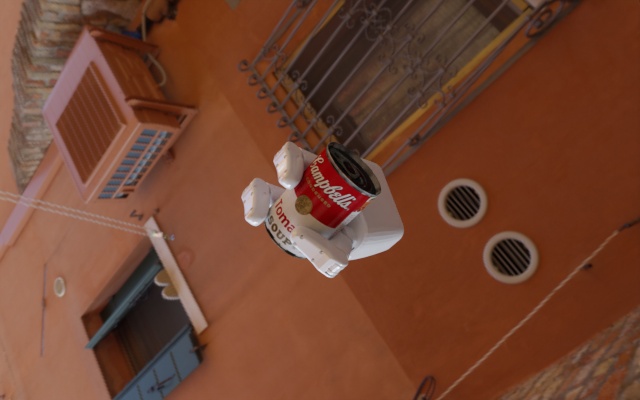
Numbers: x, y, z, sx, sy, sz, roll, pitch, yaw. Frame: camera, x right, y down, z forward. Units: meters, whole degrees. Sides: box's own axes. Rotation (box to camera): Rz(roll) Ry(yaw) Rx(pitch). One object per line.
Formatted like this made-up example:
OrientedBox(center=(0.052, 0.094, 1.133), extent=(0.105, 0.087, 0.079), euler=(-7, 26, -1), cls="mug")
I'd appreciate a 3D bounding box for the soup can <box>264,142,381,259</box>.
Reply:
OrientedBox(center=(0.000, 0.002, 0.470), extent=(0.102, 0.068, 0.068), euler=(-45, -23, 25), cls="soup can")
